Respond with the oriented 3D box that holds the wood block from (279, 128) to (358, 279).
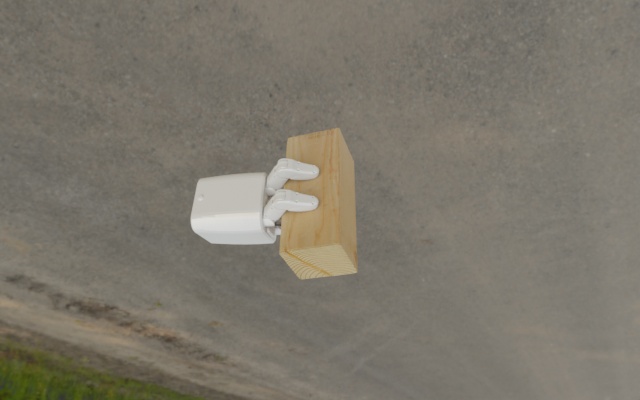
[{"bbox_3d":[0.000,0.003,0.720,0.090,0.206,0.091,-9,-36,15],"label":"wood block"}]
